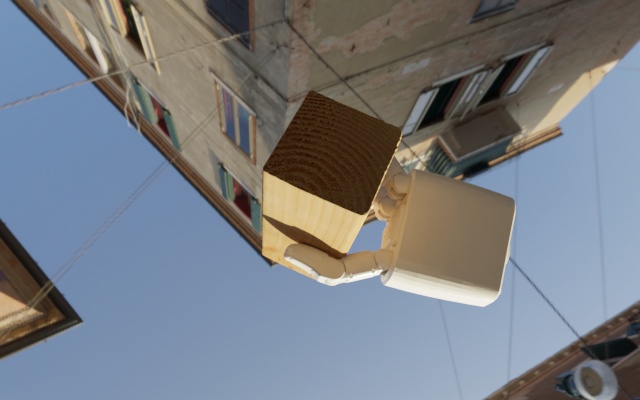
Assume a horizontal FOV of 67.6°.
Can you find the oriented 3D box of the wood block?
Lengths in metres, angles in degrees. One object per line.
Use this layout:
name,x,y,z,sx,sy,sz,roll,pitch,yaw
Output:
wood block,0.000,0.002,0.474,0.090,0.090,0.206,24,-25,4
